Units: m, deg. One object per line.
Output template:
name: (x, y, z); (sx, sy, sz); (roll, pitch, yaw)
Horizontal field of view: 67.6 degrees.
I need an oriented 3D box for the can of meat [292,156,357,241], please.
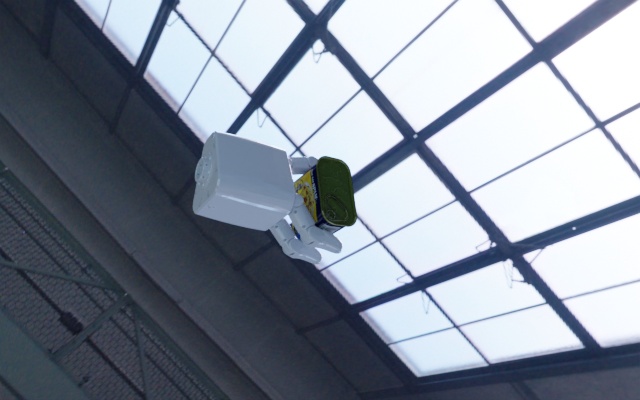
can of meat: (0.000, 0.002, 0.672); (0.057, 0.102, 0.084); (9, -28, -33)
